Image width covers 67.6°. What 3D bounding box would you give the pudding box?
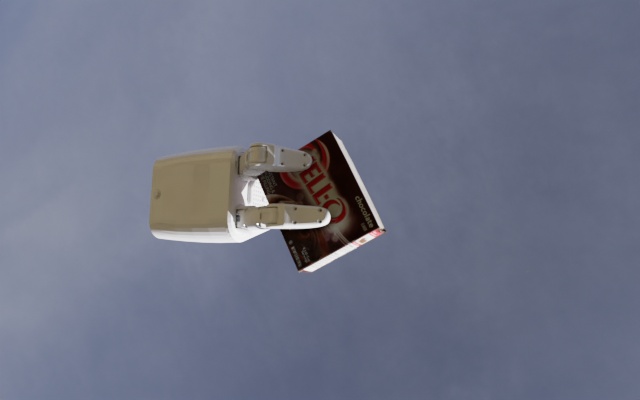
[{"bbox_3d":[0.000,0.002,0.470,0.090,0.113,0.039,-31,-17,15],"label":"pudding box"}]
